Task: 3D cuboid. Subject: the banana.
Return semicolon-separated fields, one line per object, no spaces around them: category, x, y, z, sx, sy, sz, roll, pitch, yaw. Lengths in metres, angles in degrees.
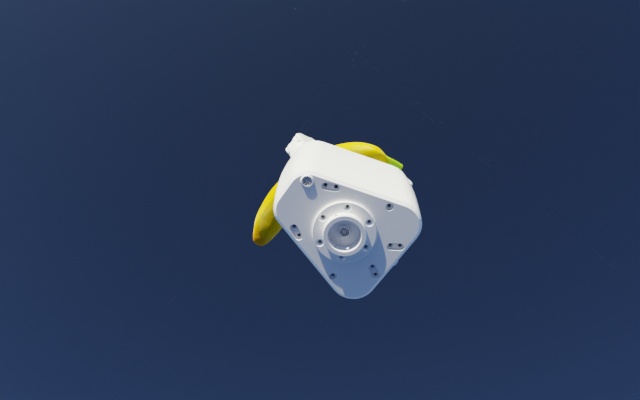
banana;-0.006;-0.015;0.547;0.198;0.070;0.037;-28;18;9
